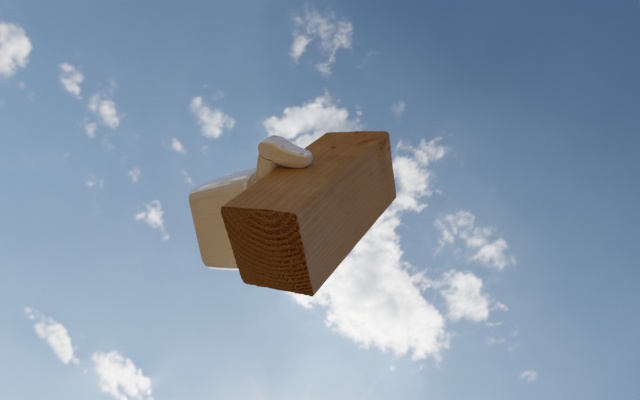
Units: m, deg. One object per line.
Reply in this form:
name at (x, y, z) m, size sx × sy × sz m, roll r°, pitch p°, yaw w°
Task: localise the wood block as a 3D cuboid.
wood block at (0.000, 0.001, 0.520) m, size 0.090 × 0.091 × 0.206 m, roll 4°, pitch 29°, yaw 31°
